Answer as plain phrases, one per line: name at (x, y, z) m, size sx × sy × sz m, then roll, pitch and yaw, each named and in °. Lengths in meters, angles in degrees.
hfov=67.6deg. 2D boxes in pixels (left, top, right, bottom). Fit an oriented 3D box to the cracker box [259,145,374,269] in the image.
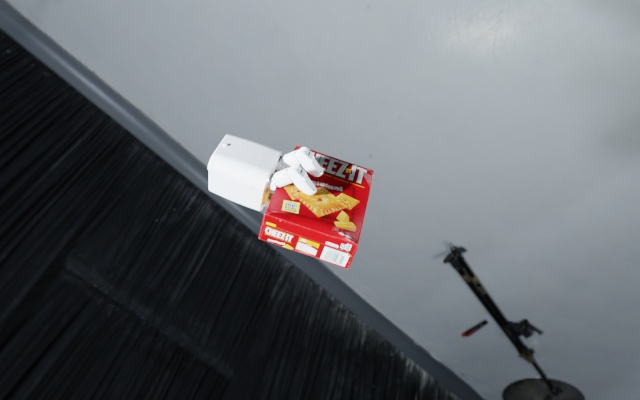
cracker box at (0.000, 0.003, 0.864) m, size 0.164 × 0.072 × 0.213 m, roll 19°, pitch 42°, yaw 0°
